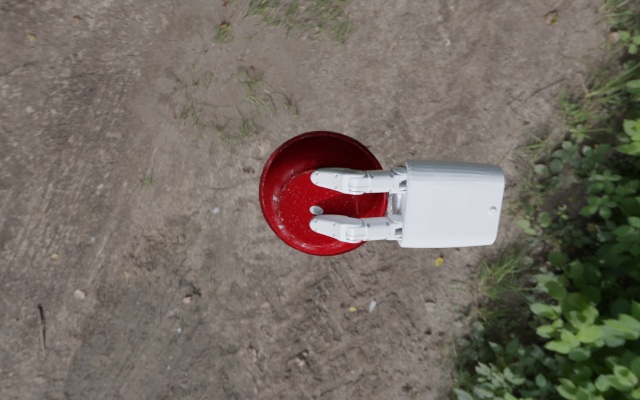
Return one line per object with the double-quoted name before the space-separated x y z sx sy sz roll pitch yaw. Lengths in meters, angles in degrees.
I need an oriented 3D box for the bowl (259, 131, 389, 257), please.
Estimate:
"bowl" -0.001 0.002 0.564 0.162 0.162 0.055 0 17 7
